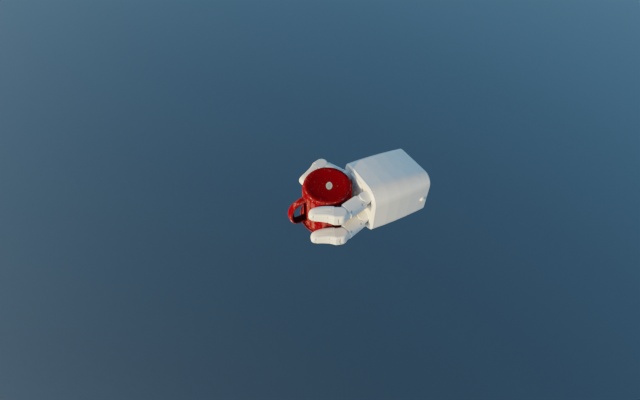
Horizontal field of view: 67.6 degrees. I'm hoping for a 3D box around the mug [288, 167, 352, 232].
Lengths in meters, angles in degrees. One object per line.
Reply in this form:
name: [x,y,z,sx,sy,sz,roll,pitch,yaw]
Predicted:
mug: [-0.001,0.003,0.797,0.117,0.093,0.082,-20,-35,-14]
